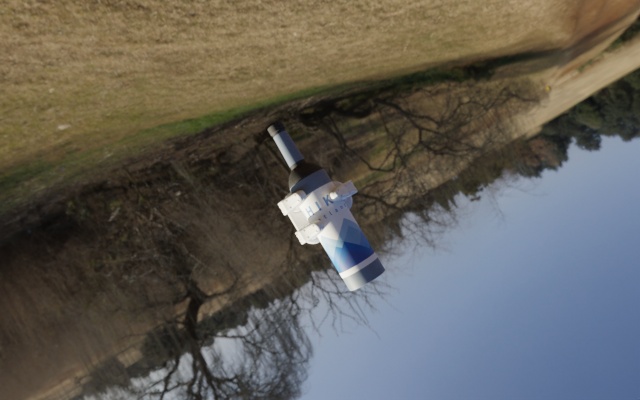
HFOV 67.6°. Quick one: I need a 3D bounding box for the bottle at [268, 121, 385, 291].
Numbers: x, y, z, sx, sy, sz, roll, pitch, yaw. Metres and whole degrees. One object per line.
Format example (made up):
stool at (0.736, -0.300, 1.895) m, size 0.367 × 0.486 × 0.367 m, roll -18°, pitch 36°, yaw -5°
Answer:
bottle at (0.000, 0.003, 0.775) m, size 0.069 × 0.295 × 0.069 m, roll -31°, pitch -3°, yaw -2°
